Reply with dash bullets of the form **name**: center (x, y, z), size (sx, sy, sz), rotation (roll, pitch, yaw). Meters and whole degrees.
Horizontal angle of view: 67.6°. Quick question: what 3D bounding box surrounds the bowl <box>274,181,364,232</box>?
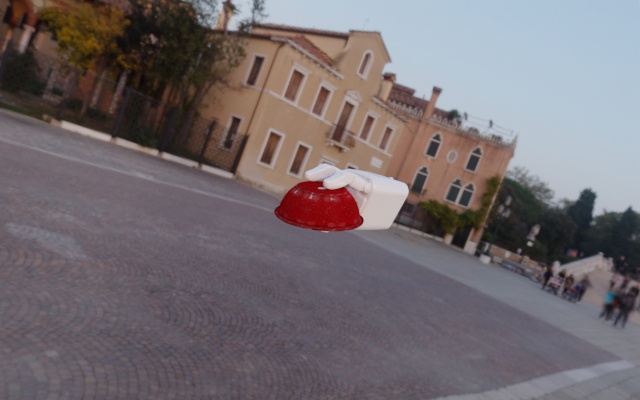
- **bowl**: center (-0.001, 0.003, 0.847), size (0.162, 0.055, 0.162), rotation (6, 16, -2)
